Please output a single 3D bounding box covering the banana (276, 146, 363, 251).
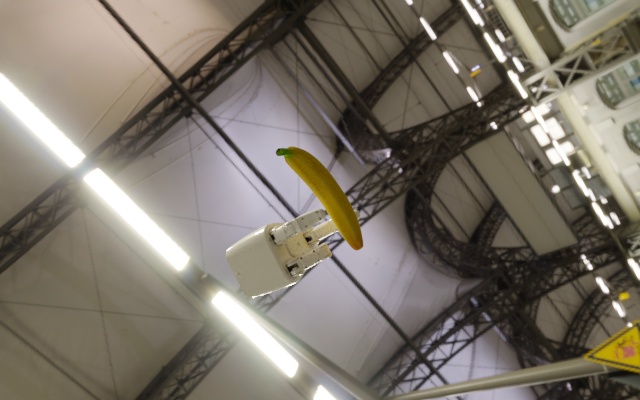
[{"bbox_3d":[0.003,-0.011,0.702,0.037,0.198,0.069,-27,24,35],"label":"banana"}]
